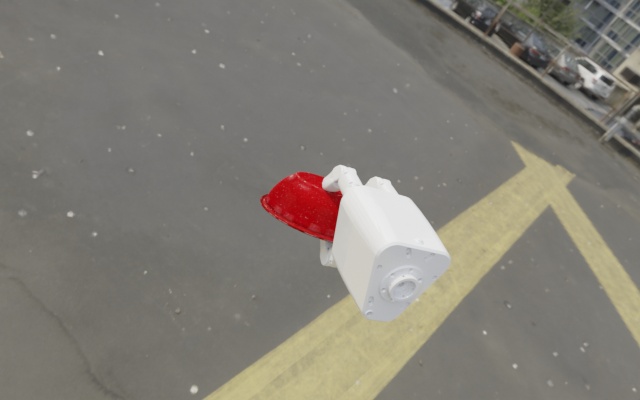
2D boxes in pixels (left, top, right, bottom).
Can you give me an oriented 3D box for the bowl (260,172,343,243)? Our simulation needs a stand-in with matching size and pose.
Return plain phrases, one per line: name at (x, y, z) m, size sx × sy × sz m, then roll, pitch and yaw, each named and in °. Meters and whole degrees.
bowl at (0.000, 0.001, 0.672) m, size 0.162 × 0.055 × 0.162 m, roll 20°, pitch 13°, yaw -5°
